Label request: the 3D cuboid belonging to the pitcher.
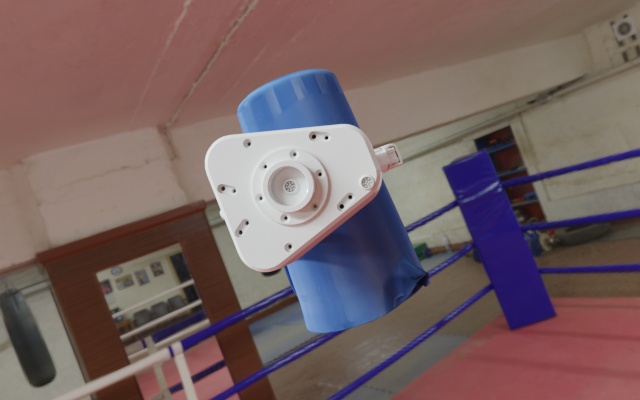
[{"bbox_3d":[0.000,0.002,0.494,0.149,0.243,0.145,-21,0,6],"label":"pitcher"}]
